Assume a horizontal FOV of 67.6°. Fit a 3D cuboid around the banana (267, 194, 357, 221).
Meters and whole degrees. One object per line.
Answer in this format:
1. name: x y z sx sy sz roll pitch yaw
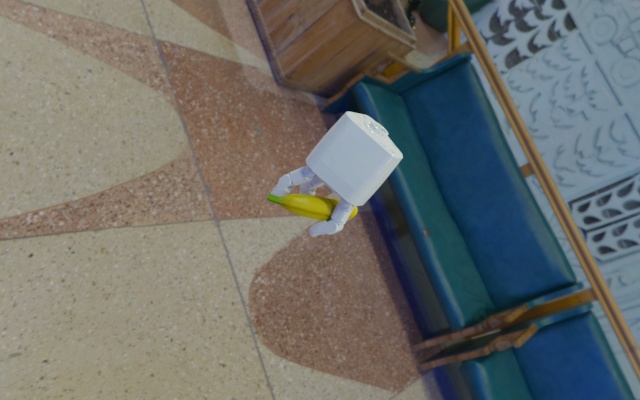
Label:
1. banana: 0.008 0.010 0.815 0.198 0.037 0.069 11 18 -42
